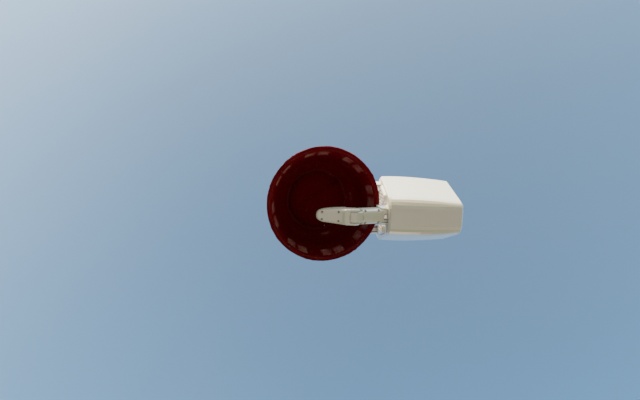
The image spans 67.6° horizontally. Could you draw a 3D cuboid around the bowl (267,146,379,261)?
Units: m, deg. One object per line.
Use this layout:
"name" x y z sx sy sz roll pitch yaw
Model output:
"bowl" -0.001 0.002 0.687 0.162 0.162 0.055 0 8 -13
